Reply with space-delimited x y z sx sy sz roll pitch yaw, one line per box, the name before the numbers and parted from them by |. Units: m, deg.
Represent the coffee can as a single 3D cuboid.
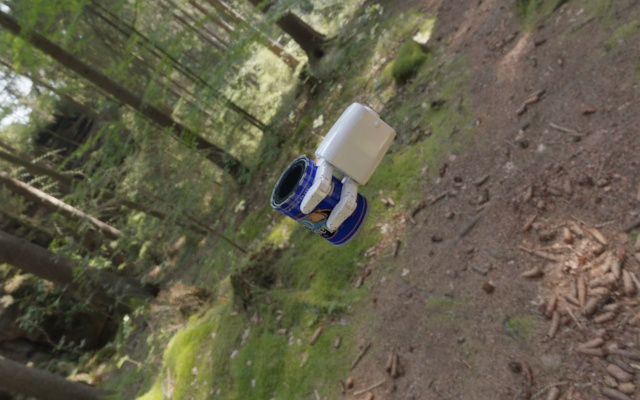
coffee can | 0.000 0.003 0.824 0.140 0.102 0.103 33 -14 -23
